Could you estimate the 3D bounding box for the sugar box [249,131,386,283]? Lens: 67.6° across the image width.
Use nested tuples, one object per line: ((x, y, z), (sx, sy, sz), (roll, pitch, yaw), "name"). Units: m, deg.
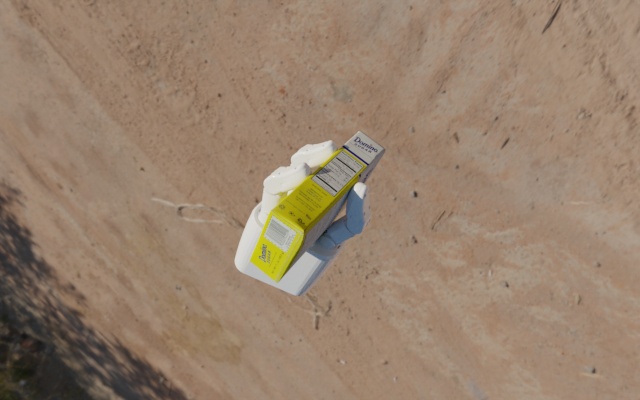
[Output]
((0.000, 0.002, 0.524), (0.048, 0.093, 0.176), (36, 46, 6), "sugar box")
